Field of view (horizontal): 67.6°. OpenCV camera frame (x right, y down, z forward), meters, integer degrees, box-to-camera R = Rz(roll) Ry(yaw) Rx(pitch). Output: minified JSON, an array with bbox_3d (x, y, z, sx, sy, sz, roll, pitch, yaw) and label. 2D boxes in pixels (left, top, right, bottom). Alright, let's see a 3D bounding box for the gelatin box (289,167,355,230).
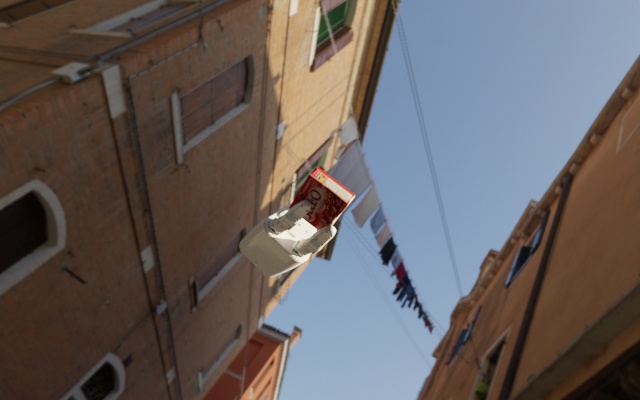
[{"bbox_3d":[0.000,0.002,0.736,0.030,0.073,0.089,-50,-3,-45],"label":"gelatin box"}]
